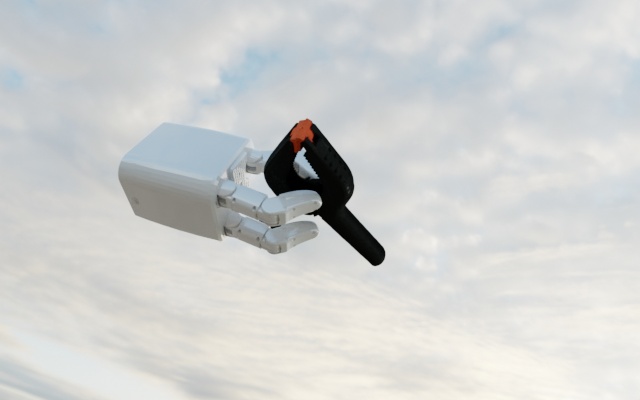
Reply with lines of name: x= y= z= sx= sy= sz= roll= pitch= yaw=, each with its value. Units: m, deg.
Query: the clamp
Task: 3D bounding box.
clamp: x=0.000 y=0.001 z=0.512 sx=0.164 sy=0.036 sz=0.210 roll=14 pitch=-35 yaw=8
